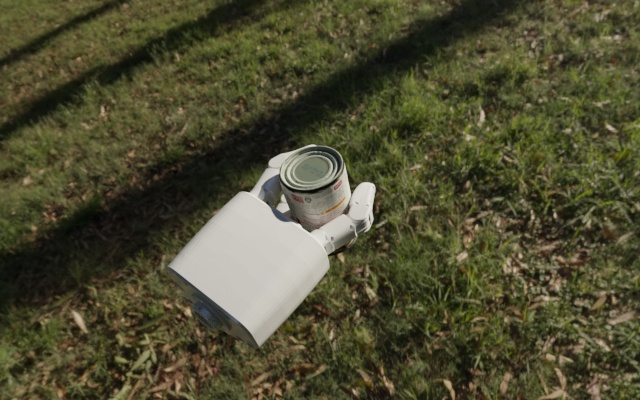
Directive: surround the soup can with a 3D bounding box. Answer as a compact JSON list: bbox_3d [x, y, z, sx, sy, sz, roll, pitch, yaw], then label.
[{"bbox_3d":[0.000,0.001,0.505,0.068,0.068,0.102,0,-43,15],"label":"soup can"}]
